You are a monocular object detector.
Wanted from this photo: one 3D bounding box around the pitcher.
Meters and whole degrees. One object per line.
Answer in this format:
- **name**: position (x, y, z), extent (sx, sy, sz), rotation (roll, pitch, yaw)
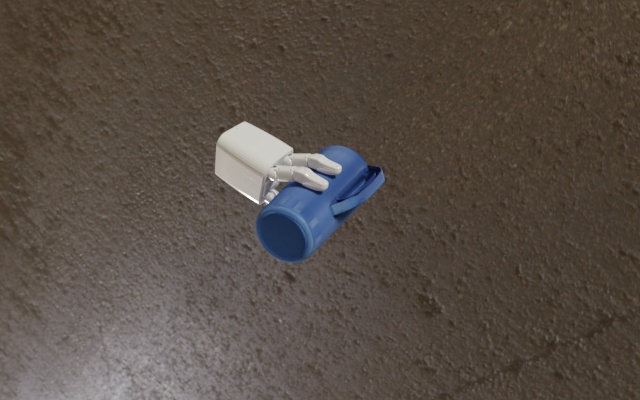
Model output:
- **pitcher**: position (0.000, 0.003, 0.847), extent (0.145, 0.149, 0.242), rotation (34, 38, 8)
